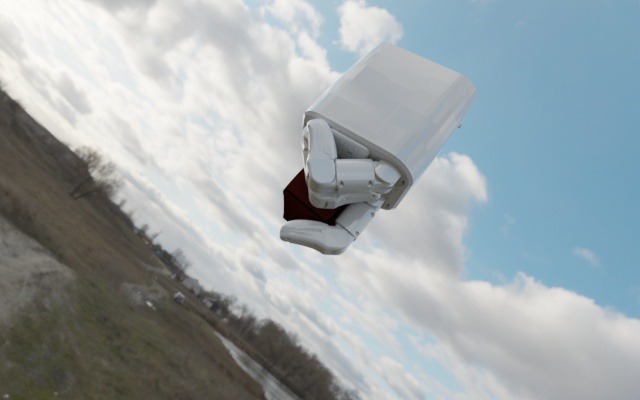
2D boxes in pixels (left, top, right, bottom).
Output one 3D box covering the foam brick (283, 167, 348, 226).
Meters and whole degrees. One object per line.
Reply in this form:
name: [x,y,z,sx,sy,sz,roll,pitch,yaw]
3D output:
foam brick: [0.000,0.002,0.450,0.053,0.051,0.078,38,-19,9]
